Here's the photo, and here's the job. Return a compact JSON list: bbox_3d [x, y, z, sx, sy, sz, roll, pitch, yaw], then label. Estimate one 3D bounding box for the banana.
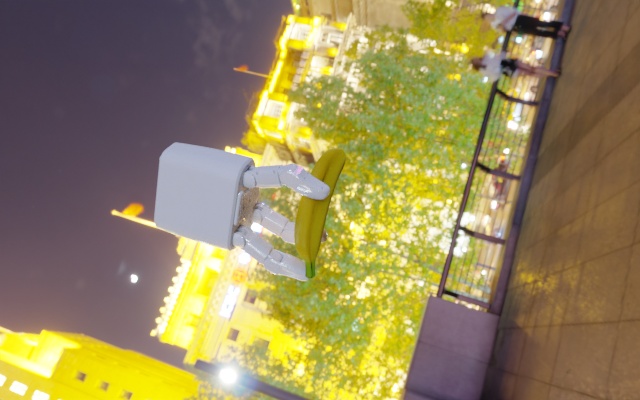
[{"bbox_3d":[-0.001,-0.005,0.604,0.037,0.197,0.070,12,-32,8],"label":"banana"}]
